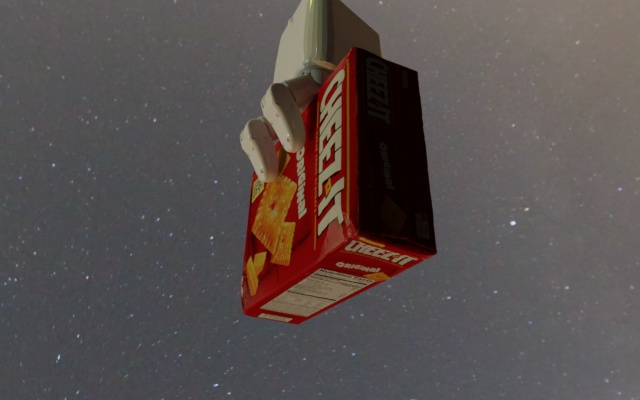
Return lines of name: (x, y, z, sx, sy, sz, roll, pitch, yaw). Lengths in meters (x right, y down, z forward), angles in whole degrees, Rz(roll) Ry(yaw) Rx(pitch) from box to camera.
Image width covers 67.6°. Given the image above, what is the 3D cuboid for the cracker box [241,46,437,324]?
cracker box: (0.000, 0.001, 0.420, 0.072, 0.164, 0.214, 14, -31, -24)
